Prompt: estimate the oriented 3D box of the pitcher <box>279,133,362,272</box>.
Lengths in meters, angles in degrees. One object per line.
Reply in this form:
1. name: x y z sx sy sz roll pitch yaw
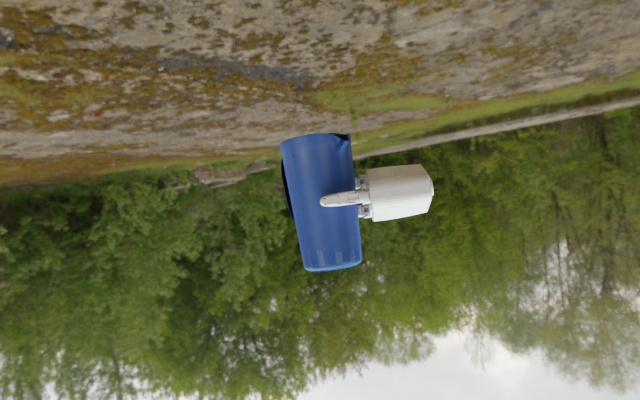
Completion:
1. pitcher: 0.000 0.003 0.879 0.145 0.243 0.149 -8 -2 3
